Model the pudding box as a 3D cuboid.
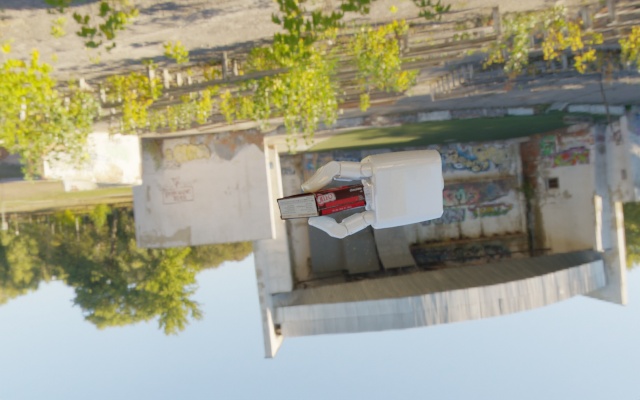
[{"bbox_3d":[0.000,0.003,0.721,0.090,0.039,0.113,-11,0,-34],"label":"pudding box"}]
